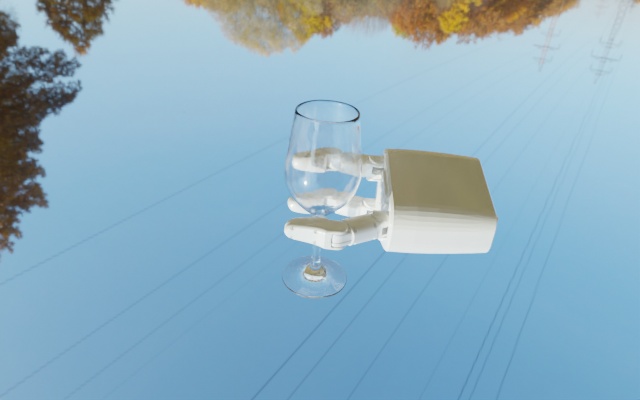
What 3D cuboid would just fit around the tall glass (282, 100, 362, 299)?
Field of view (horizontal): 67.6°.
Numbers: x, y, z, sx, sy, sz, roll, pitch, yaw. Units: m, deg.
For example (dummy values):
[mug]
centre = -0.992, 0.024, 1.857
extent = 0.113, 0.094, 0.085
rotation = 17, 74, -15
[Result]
[tall glass]
centre = 0.000, 0.002, 0.496
extent = 0.079, 0.201, 0.079
rotation = 3, 31, -2
